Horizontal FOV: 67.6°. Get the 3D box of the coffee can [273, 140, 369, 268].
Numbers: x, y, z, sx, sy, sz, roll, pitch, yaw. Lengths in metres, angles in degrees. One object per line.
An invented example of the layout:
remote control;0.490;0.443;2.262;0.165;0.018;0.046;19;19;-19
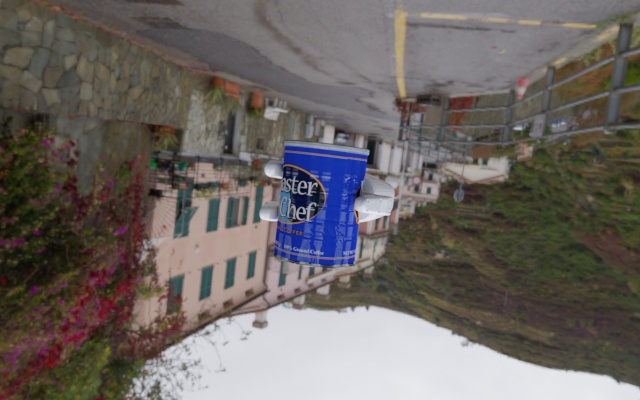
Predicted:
coffee can;0.000;0.002;0.582;0.103;0.140;0.103;7;4;-1
